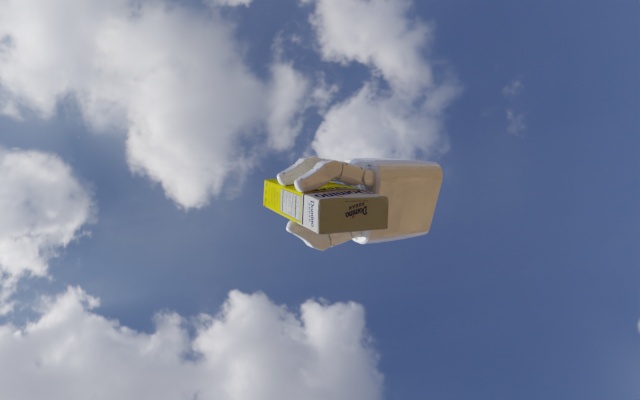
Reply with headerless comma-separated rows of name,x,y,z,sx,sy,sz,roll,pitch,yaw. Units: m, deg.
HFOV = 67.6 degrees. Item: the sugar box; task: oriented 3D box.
sugar box,0.000,0.001,0.606,0.093,0.048,0.176,-3,8,-27
